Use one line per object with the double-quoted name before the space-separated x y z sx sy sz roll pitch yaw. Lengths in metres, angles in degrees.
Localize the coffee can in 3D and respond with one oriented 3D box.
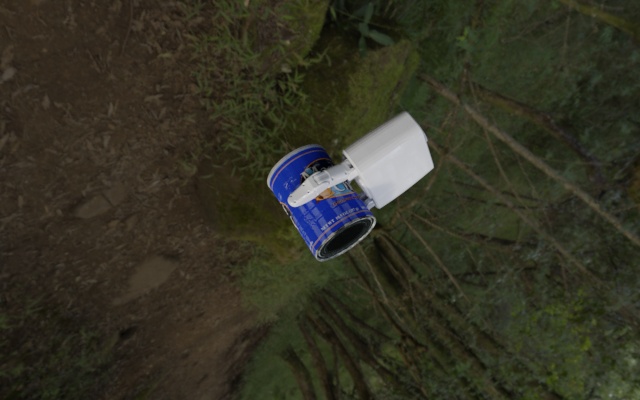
"coffee can" 0.000 0.002 0.701 0.103 0.140 0.103 -29 -23 -14
